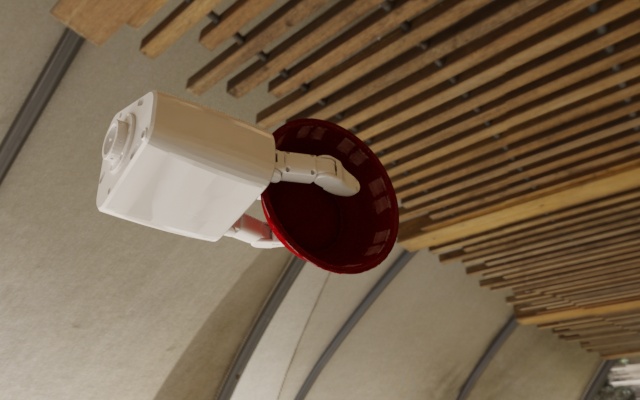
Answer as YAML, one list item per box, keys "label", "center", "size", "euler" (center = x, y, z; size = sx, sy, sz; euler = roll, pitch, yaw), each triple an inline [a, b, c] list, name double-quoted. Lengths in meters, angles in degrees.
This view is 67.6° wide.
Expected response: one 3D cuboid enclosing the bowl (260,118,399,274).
- label: "bowl"
  center: [0.001, 0.002, 0.476]
  size: [0.162, 0.162, 0.055]
  euler: [0, -23, -36]
